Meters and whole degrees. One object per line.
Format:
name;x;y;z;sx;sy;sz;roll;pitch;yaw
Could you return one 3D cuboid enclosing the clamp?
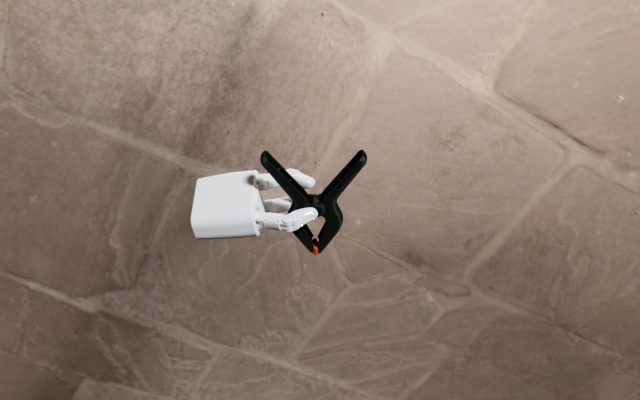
clamp;0.000;0.004;0.787;0.164;0.210;0.036;-5;35;5
